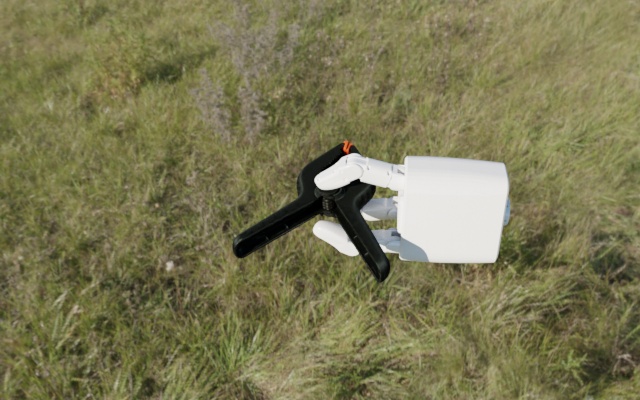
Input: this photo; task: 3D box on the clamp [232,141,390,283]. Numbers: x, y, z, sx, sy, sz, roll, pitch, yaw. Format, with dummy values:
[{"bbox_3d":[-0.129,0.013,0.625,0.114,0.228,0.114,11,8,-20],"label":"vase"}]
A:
[{"bbox_3d":[0.000,0.001,0.546,0.164,0.036,0.209,4,42,7],"label":"clamp"}]
